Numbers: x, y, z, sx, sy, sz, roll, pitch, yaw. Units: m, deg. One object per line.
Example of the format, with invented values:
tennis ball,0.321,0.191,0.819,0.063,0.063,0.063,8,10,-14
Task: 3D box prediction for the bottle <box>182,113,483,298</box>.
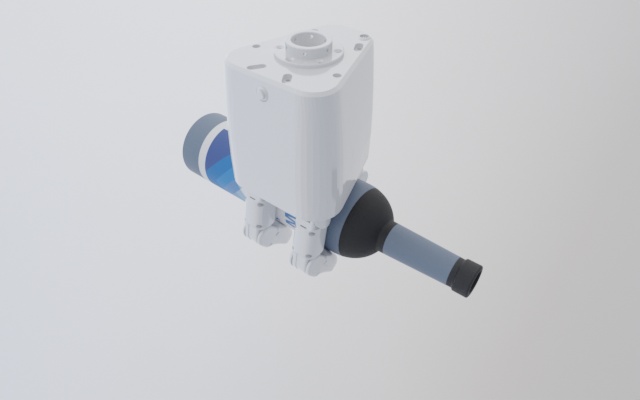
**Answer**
bottle,0.000,0.001,0.426,0.295,0.069,0.069,27,13,27
